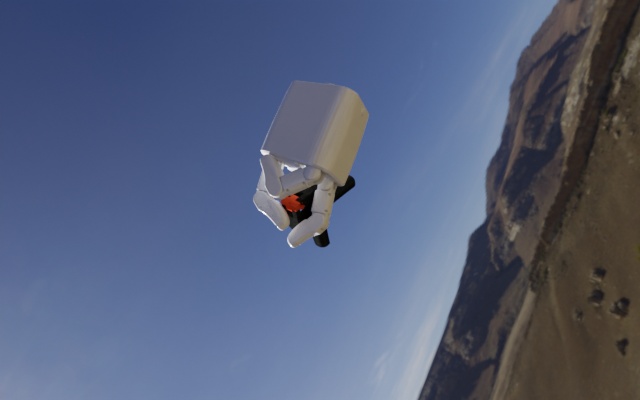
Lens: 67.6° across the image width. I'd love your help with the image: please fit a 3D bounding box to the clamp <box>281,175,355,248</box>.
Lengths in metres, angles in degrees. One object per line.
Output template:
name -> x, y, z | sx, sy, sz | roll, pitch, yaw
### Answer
clamp -> -0.001, 0.002, 0.685 | 0.039, 0.120, 0.171 | 19, -6, 21
